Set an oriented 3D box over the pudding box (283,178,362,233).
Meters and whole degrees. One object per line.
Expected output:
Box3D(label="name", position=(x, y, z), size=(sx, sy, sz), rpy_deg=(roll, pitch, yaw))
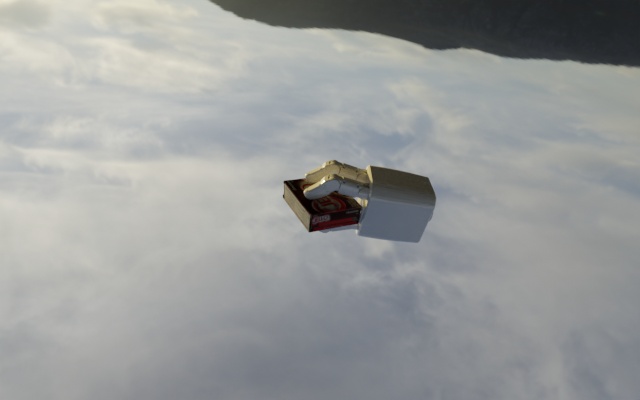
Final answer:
Box3D(label="pudding box", position=(0.000, 0.003, 0.775), size=(0.090, 0.039, 0.113), rpy_deg=(-8, 32, -26))
